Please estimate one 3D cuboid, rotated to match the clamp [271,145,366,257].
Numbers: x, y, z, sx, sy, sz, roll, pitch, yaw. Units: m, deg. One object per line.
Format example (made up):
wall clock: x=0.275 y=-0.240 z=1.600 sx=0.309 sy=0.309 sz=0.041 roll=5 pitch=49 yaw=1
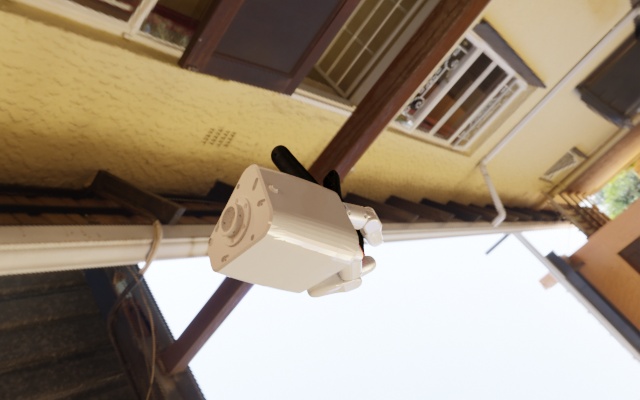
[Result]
clamp: x=0.000 y=0.002 z=0.578 sx=0.120 sy=0.039 sz=0.171 roll=21 pitch=31 yaw=-36
